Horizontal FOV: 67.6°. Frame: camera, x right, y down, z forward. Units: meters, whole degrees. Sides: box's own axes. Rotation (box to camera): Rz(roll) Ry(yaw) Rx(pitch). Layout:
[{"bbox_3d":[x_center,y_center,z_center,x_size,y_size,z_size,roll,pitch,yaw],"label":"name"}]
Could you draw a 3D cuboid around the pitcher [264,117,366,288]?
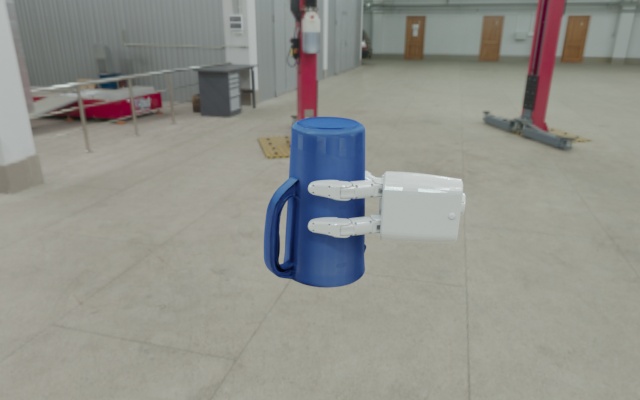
[{"bbox_3d":[0.000,0.002,0.726,0.145,0.243,0.149,5,20,10],"label":"pitcher"}]
